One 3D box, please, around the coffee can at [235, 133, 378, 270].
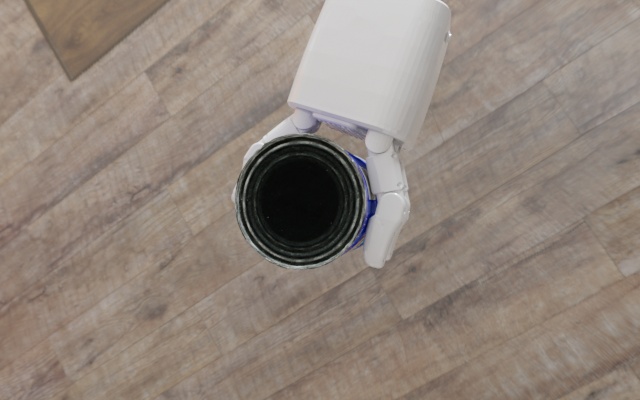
[{"bbox_3d":[0.000,0.002,0.421,0.103,0.103,0.140,0,0,14],"label":"coffee can"}]
